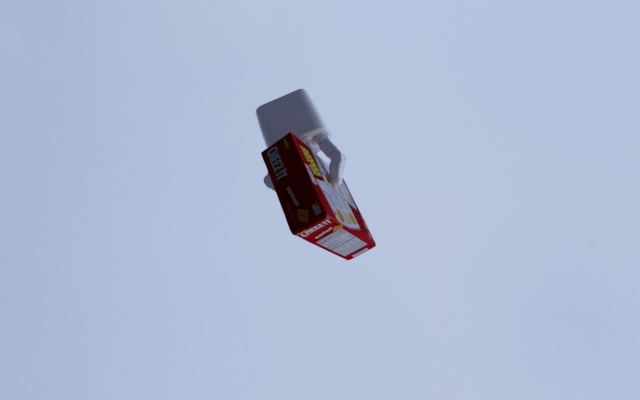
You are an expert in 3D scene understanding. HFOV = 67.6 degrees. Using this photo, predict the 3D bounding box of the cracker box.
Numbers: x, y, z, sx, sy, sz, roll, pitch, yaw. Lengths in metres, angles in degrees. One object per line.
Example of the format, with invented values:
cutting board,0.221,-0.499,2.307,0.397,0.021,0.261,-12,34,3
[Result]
cracker box,0.000,0.003,0.818,0.072,0.164,0.214,-32,-28,15
